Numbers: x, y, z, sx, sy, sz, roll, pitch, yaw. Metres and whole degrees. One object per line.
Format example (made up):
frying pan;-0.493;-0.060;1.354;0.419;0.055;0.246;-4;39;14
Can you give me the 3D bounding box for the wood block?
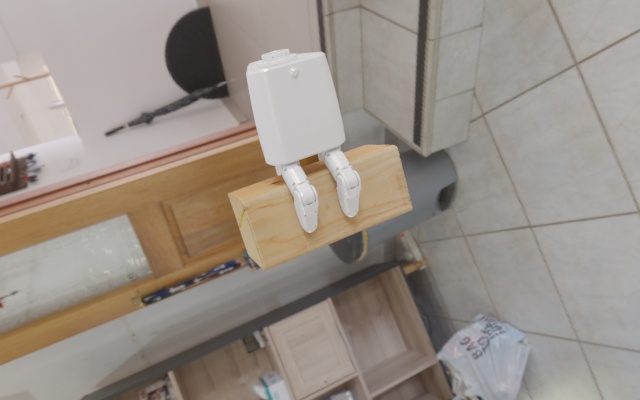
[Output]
wood block;0.000;0.002;0.612;0.206;0.090;0.091;-21;13;-17
